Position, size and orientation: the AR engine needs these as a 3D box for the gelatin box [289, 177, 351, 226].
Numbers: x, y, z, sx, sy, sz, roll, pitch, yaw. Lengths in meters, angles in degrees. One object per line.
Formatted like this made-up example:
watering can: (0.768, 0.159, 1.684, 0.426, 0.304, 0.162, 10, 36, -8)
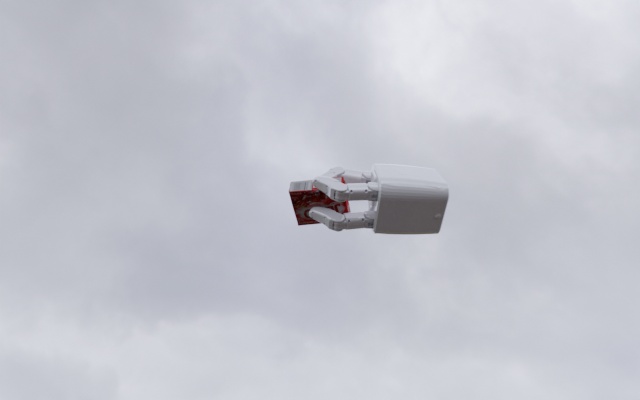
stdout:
gelatin box: (0.000, 0.002, 0.766, 0.089, 0.073, 0.030, -5, 40, 10)
